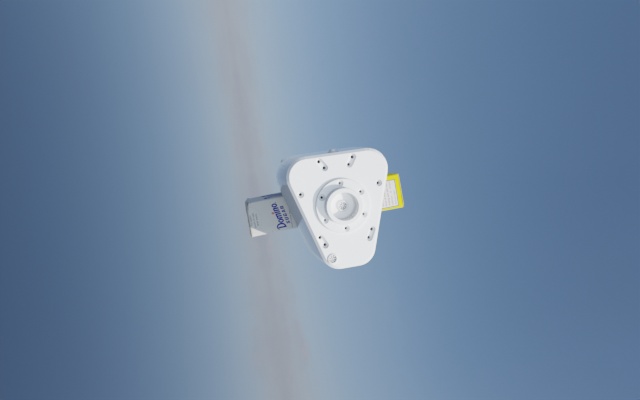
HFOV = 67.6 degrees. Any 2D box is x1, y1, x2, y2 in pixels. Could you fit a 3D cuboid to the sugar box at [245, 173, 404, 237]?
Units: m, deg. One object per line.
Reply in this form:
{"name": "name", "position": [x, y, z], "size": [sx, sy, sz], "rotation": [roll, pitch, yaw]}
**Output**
{"name": "sugar box", "position": [0.000, 0.001, 0.572], "size": [0.176, 0.048, 0.093], "rotation": [-9, 4, -7]}
